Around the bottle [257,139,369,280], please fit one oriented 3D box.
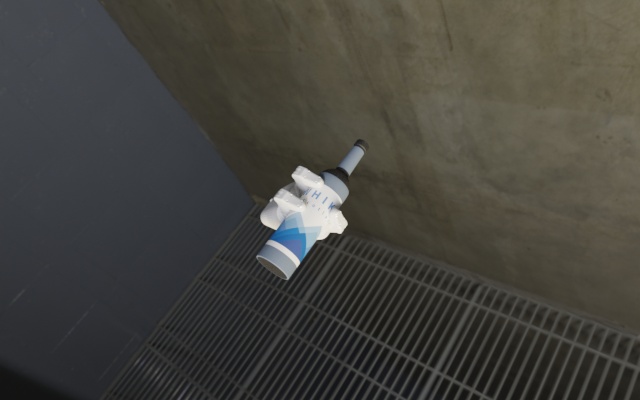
[{"bbox_3d":[0.000,0.003,0.855,0.069,0.295,0.069,31,-22,14],"label":"bottle"}]
